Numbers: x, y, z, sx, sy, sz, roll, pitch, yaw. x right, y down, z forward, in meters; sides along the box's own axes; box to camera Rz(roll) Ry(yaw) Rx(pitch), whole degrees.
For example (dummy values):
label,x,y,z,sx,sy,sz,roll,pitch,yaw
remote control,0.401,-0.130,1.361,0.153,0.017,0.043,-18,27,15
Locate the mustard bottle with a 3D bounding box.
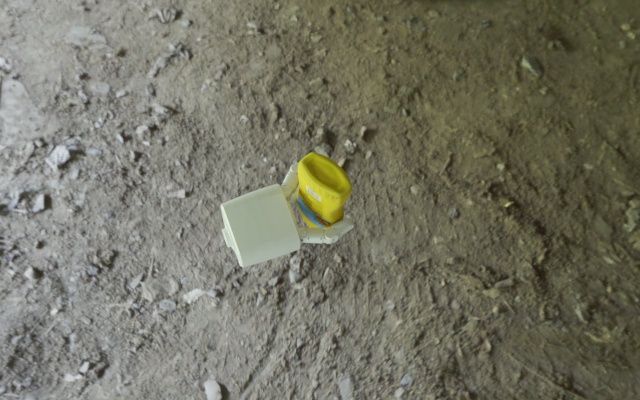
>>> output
label,x,y,z,sx,sy,sz,roll,pitch,yaw
mustard bottle,0.000,0.002,0.842,0.096,0.058,0.192,39,-26,16
